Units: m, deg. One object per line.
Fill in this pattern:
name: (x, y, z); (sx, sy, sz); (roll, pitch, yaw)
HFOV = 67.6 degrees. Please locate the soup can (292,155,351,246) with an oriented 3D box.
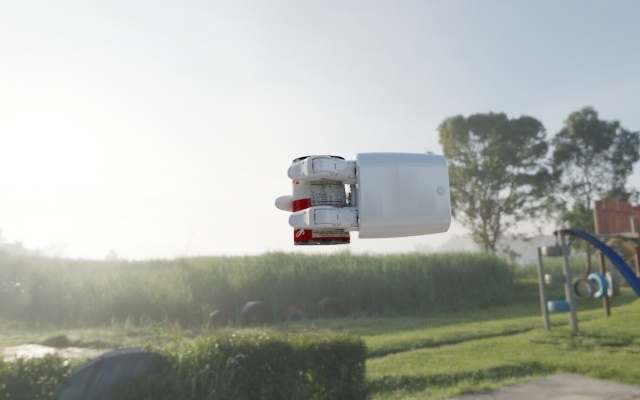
soup can: (0.000, 0.002, 0.570); (0.068, 0.102, 0.068); (-2, -7, 0)
